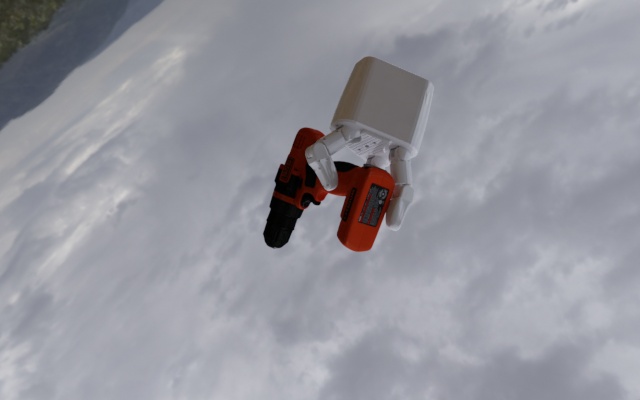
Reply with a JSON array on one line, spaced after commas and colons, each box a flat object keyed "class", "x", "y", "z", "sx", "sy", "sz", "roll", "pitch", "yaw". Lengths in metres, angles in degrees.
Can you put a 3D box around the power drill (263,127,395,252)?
[{"class": "power drill", "x": 0.001, "y": 0.002, "z": 0.645, "sx": 0.057, "sy": 0.184, "sz": 0.187, "roll": 14, "pitch": 8, "yaw": -43}]
